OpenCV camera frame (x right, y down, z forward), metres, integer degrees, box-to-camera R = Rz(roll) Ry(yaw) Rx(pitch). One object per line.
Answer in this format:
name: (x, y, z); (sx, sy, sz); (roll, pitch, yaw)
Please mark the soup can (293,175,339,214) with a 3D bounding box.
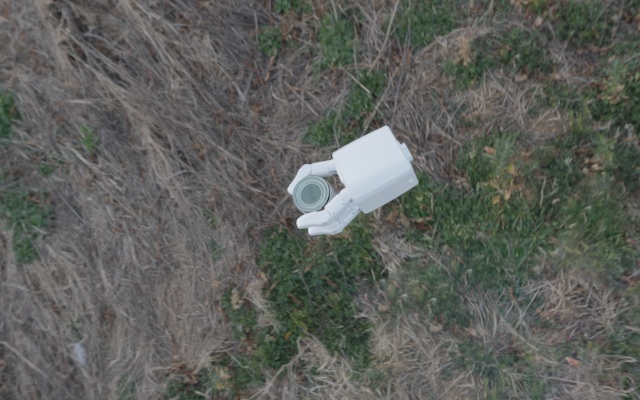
soup can: (0.000, 0.003, 0.833); (0.068, 0.068, 0.102); (0, -17, 19)
